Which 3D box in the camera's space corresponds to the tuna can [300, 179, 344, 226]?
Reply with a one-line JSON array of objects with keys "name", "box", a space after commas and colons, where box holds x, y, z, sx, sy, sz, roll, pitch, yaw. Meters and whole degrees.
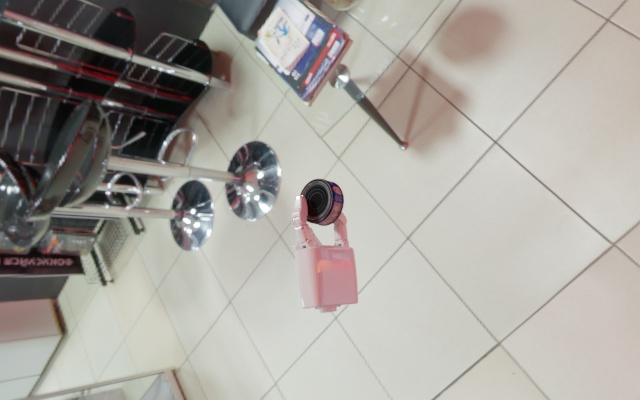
[{"name": "tuna can", "box": [0.000, 0.003, 0.887, 0.086, 0.086, 0.034, 0, -10, 41]}]
